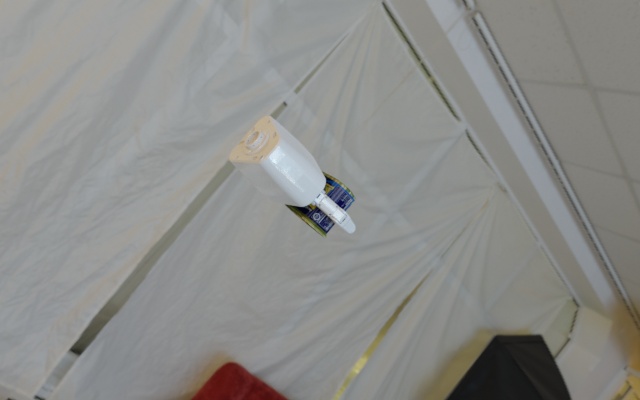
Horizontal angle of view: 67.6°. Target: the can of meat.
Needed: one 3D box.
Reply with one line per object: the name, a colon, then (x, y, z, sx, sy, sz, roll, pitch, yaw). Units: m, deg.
can of meat: (0.000, 0.002, 0.787, 0.057, 0.084, 0.102, 43, -5, -31)
